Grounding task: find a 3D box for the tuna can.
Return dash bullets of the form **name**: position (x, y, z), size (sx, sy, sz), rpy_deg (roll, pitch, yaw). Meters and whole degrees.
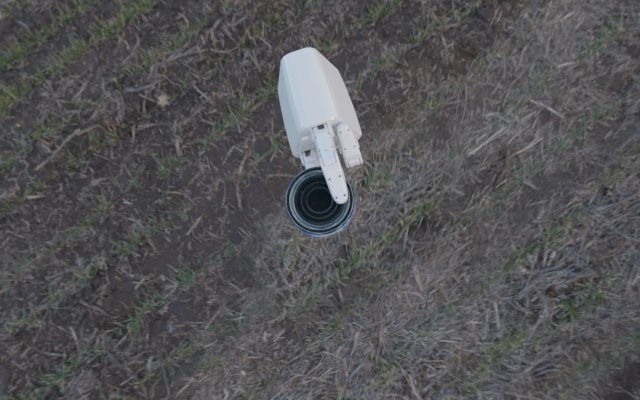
- **tuna can**: position (0.000, 0.002, 0.586), size (0.086, 0.086, 0.034), rpy_deg (0, -10, 5)
